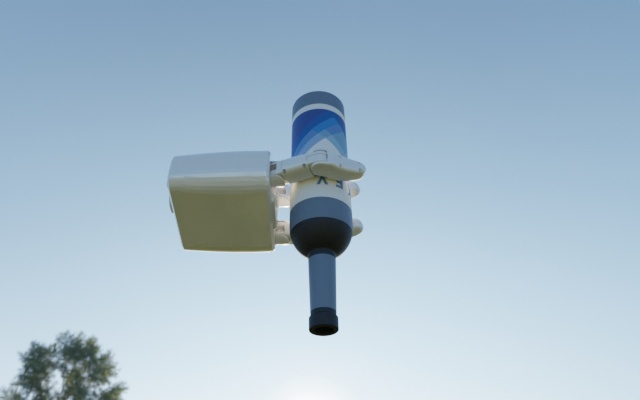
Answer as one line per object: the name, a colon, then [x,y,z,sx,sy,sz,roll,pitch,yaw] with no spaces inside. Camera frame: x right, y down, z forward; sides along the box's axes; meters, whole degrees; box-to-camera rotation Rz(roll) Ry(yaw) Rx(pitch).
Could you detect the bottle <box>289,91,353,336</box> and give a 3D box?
bottle: [0.000,0.001,0.521,0.069,0.295,0.069,-1,-38,-1]
